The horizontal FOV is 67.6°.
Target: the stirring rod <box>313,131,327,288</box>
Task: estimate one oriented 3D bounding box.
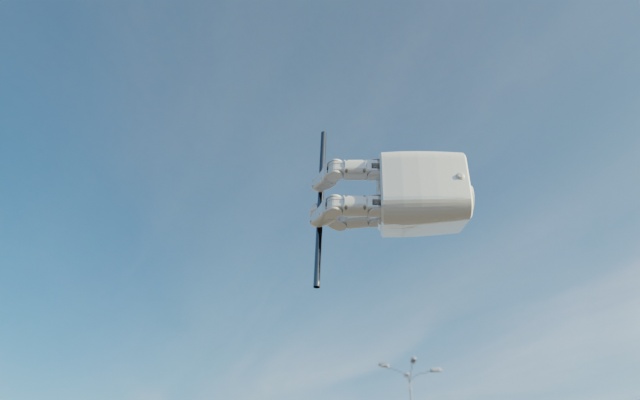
[{"bbox_3d":[0.000,0.002,0.630,0.011,0.239,0.011,2,-33,1],"label":"stirring rod"}]
